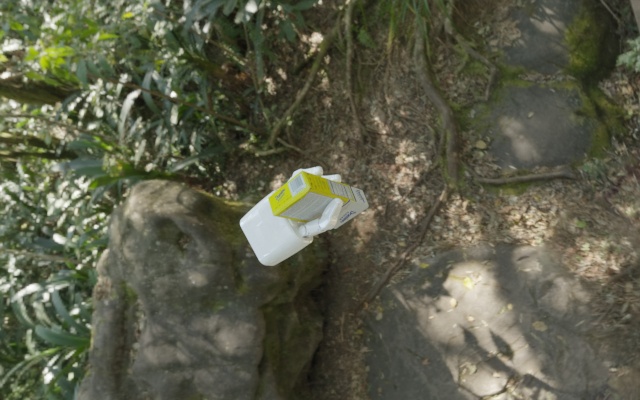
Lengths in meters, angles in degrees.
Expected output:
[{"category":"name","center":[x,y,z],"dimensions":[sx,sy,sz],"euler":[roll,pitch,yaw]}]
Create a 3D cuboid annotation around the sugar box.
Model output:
[{"category":"sugar box","center":[0.000,0.002,0.879],"dimensions":[0.093,0.048,0.176],"euler":[-35,-29,29]}]
